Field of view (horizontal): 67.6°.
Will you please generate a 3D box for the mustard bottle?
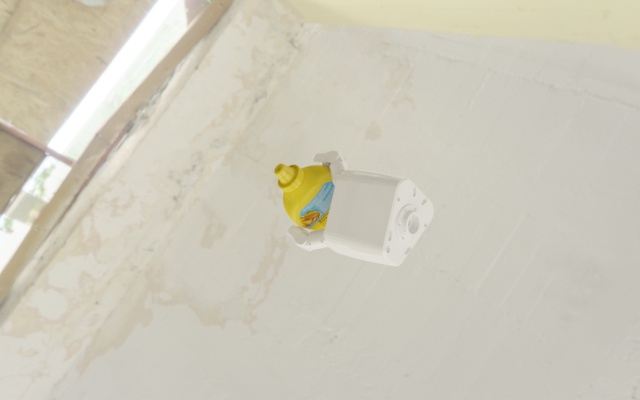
[{"bbox_3d":[0.000,0.002,0.722,0.192,0.096,0.058,38,6,-39],"label":"mustard bottle"}]
